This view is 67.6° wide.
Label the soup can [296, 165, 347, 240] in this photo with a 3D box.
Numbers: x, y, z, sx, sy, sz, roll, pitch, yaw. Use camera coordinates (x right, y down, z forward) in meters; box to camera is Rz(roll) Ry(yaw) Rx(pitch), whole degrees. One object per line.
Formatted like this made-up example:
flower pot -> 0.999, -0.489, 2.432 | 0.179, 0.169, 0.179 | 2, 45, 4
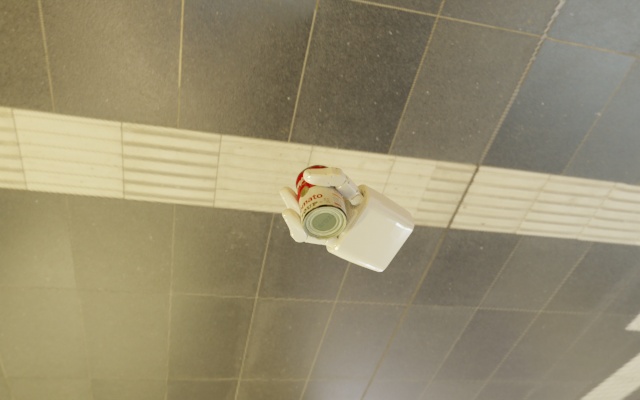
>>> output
soup can -> 0.000, 0.002, 0.725 | 0.068, 0.069, 0.102 | 0, 39, -9
